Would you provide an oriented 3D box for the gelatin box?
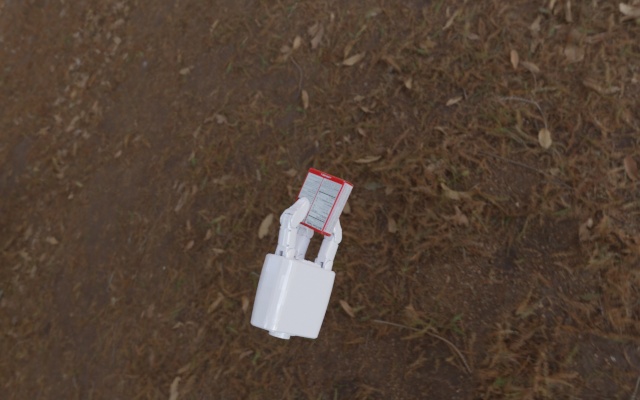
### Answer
[{"bbox_3d":[0.000,0.002,0.743,0.073,0.089,0.030,23,-1,37],"label":"gelatin box"}]
